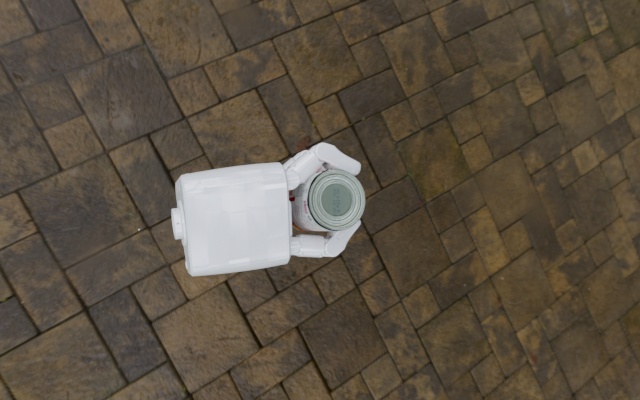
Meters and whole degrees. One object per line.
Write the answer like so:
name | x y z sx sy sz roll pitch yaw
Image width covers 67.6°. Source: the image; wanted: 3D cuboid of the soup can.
soup can | 0.001 0.002 0.546 0.068 0.068 0.102 0 -3 -21
